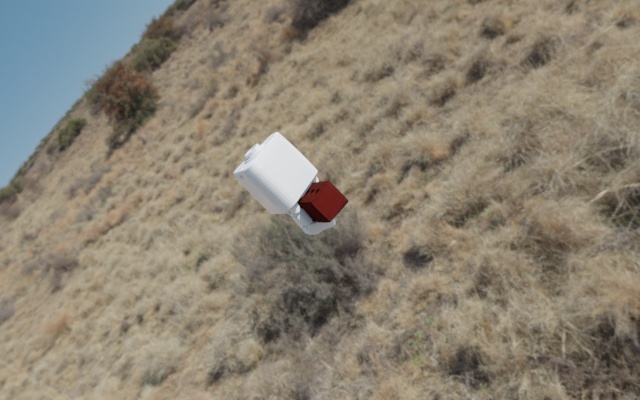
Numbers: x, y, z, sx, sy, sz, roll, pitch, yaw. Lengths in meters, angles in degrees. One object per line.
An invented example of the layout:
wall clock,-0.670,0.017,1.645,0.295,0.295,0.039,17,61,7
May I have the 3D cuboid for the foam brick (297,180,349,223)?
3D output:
foam brick,0.000,0.003,0.834,0.051,0.053,0.078,46,-19,-17
